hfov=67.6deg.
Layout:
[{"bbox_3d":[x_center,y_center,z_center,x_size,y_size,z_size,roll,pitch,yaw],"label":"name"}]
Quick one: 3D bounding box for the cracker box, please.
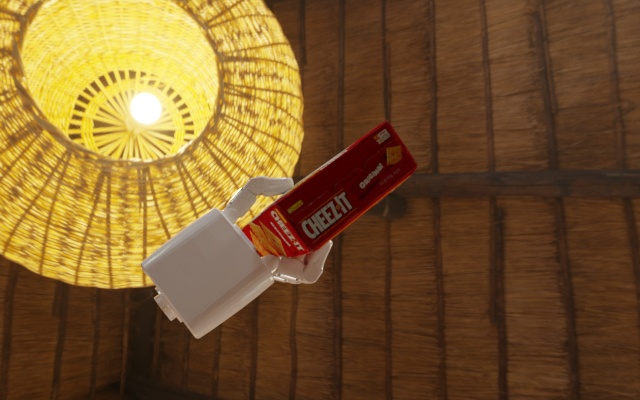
[{"bbox_3d":[0.000,0.002,0.594,0.164,0.072,0.214,-38,4,-21],"label":"cracker box"}]
